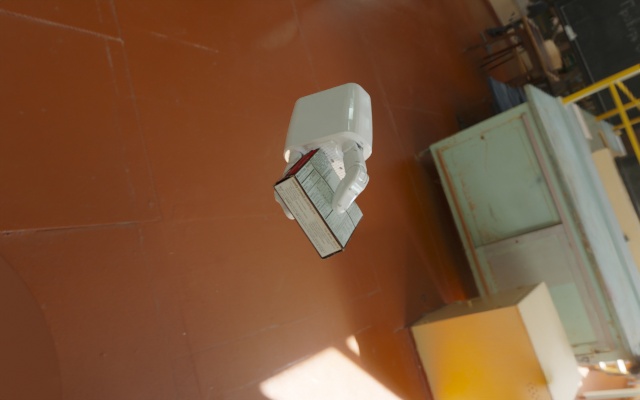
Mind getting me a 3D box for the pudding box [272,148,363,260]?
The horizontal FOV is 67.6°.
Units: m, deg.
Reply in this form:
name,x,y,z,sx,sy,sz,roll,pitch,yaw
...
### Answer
name,x,y,z,sx,sy,sz,roll,pitch,yaw
pudding box,0.000,0.002,0.592,0.039,0.113,0.090,-27,13,32
